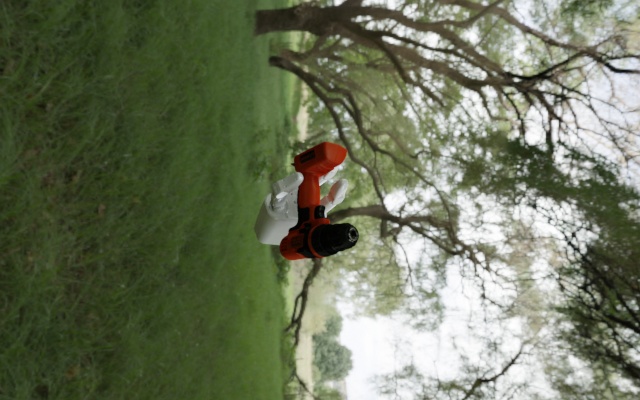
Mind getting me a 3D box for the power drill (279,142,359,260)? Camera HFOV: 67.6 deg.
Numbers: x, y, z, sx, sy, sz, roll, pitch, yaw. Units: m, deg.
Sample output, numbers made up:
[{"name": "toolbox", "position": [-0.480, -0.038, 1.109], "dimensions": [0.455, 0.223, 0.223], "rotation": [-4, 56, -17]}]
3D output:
[{"name": "power drill", "position": [0.000, 0.002, 0.786], "dimensions": [0.057, 0.187, 0.184], "rotation": [19, -22, -34]}]
